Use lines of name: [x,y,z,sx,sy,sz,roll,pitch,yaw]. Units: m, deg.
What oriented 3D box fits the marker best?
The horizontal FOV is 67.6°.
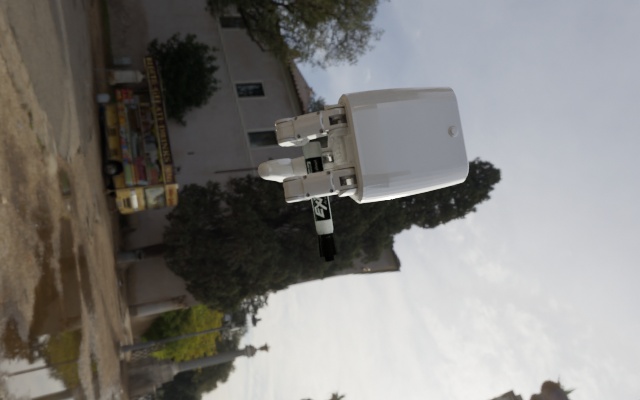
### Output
marker: [0.000,0.002,0.483,0.020,0.121,0.020,-9,-1,0]
